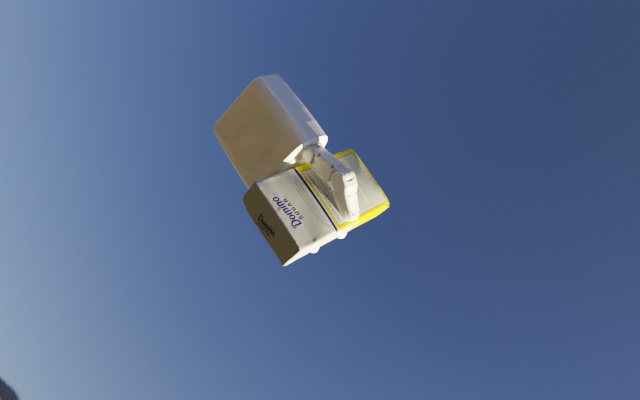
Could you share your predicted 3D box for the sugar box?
[{"bbox_3d":[0.000,0.002,0.575,0.176,0.093,0.048,-24,-15,-43],"label":"sugar box"}]
